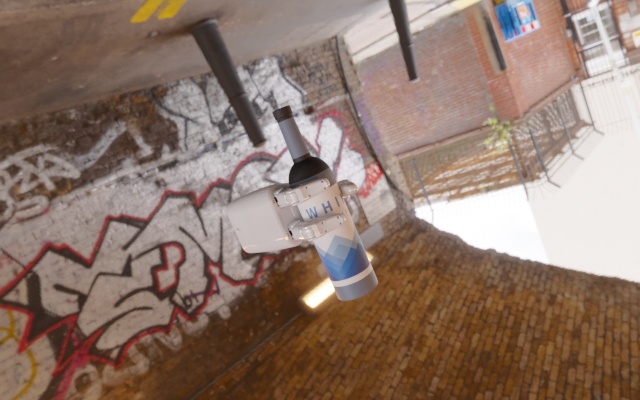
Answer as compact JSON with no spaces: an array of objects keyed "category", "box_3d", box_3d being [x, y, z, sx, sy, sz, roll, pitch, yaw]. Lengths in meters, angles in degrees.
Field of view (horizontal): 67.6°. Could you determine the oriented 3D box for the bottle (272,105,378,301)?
[{"category":"bottle","box_3d":[0.000,0.003,0.705,0.069,0.296,0.069,-22,9,4]}]
